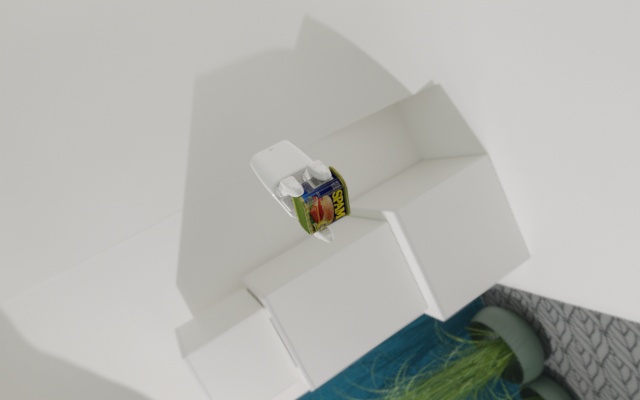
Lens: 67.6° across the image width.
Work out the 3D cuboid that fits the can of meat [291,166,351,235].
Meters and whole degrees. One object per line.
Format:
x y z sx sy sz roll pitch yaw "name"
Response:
0.000 0.003 0.834 0.084 0.102 0.057 -28 50 -15 "can of meat"
